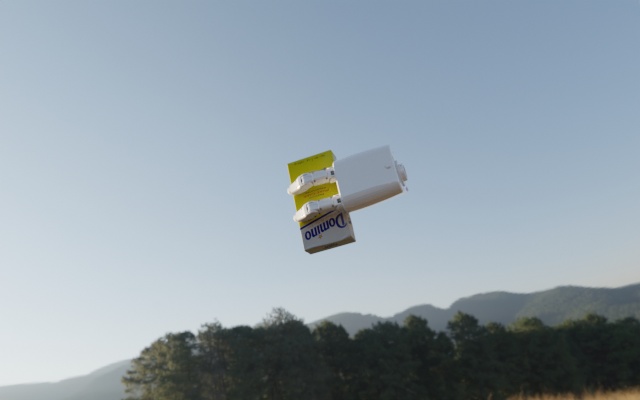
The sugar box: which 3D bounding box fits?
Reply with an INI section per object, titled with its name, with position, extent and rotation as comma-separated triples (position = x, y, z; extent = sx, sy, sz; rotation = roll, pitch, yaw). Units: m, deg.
[sugar box]
position = 0.000, 0.003, 0.890
extent = 0.093, 0.176, 0.048
rotation = -18, -23, 12
